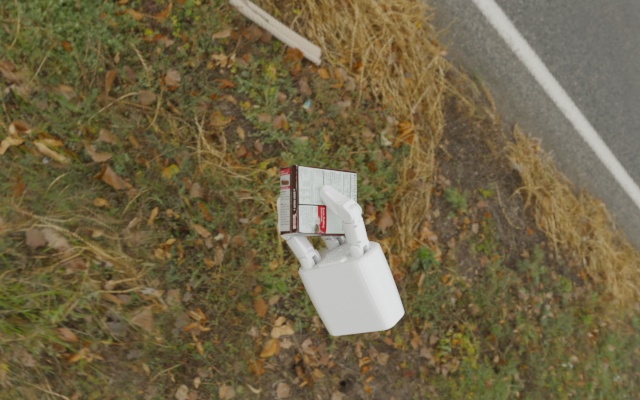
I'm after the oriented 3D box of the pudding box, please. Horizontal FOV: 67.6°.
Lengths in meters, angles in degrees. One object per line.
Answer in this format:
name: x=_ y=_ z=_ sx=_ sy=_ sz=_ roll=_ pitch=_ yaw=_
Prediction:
pudding box: x=0.000 y=0.002 z=0.635 sx=0.113 sy=0.090 sz=0.039 roll=4 pitch=-8 yaw=-43
